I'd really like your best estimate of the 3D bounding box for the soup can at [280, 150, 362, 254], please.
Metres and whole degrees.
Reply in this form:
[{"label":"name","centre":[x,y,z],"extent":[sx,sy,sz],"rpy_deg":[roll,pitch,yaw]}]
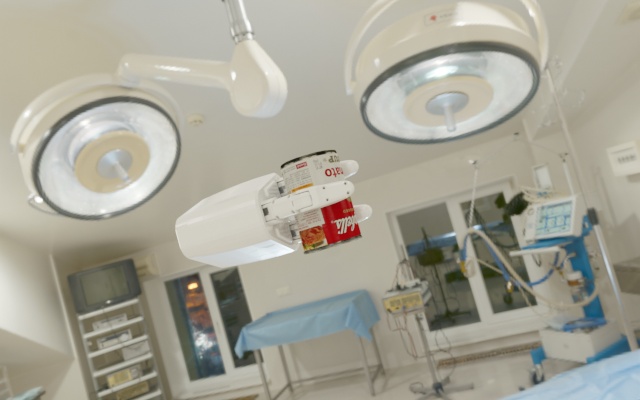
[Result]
[{"label":"soup can","centre":[0.000,0.001,0.533],"extent":[0.068,0.102,0.068],"rpy_deg":[-16,-3,-1]}]
